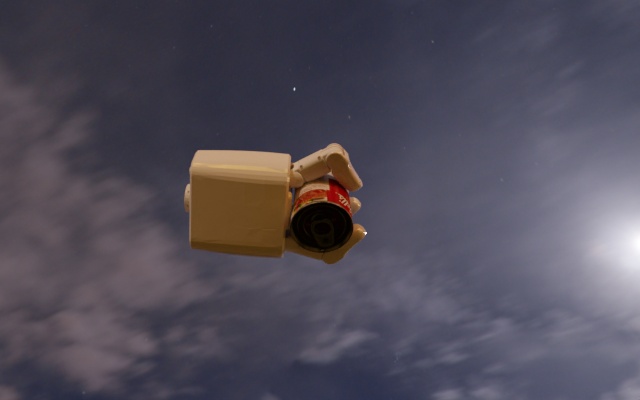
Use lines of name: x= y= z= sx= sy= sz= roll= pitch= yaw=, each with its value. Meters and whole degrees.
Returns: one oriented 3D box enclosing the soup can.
soup can: x=0.001 y=0.002 z=0.548 sx=0.068 sy=0.068 sz=0.102 roll=0 pitch=34 yaw=-2
